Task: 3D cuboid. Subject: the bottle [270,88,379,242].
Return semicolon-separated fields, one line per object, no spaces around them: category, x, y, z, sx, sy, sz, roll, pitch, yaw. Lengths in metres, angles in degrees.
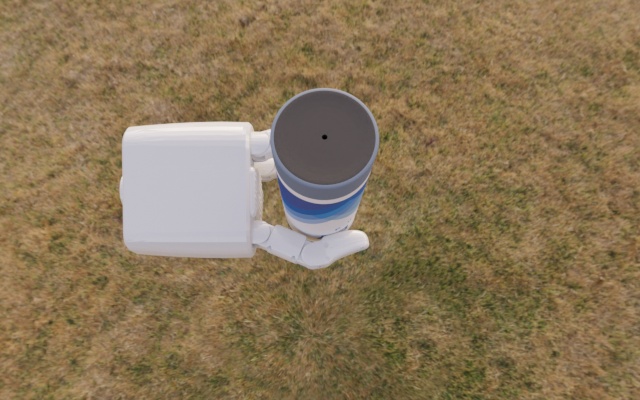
bottle;0.000;0.001;0.430;0.069;0.069;0.296;0;-16;-1
